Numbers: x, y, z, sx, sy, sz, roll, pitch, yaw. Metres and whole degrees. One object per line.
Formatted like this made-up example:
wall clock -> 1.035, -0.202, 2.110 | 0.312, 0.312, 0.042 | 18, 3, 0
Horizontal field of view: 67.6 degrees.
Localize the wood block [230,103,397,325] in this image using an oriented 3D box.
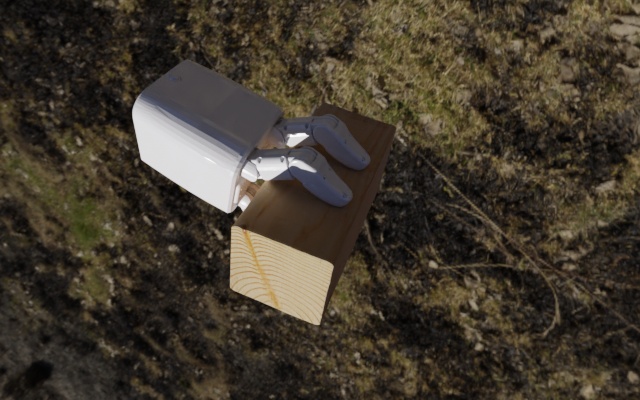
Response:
wood block -> 0.000, 0.002, 0.470 | 0.090, 0.091, 0.206 | 20, 45, 9
